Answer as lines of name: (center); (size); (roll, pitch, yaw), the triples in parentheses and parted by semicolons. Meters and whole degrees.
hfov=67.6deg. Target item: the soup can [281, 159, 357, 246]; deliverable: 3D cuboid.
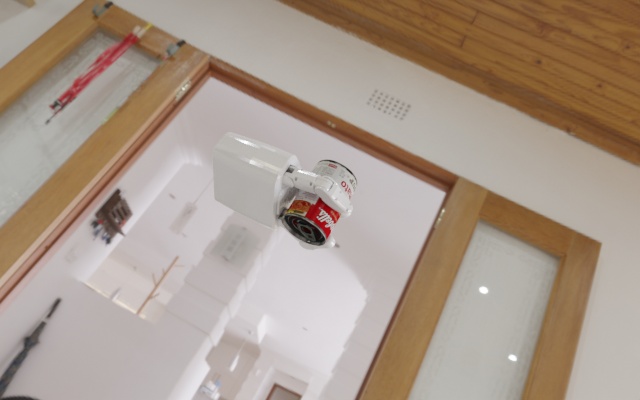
soup can: (0.001, 0.002, 0.659); (0.068, 0.102, 0.068); (24, -29, 14)
